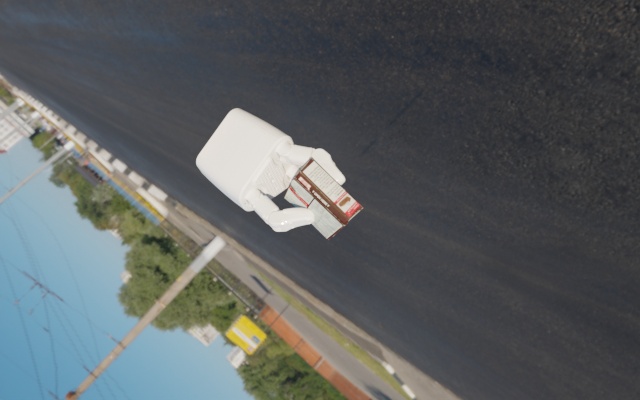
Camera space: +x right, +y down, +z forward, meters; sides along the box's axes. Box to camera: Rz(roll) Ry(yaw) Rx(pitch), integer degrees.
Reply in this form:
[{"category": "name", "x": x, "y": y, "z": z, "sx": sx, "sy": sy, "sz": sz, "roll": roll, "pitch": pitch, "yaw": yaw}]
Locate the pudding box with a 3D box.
[{"category": "pudding box", "x": 0.000, "y": 0.002, "z": 0.629, "sx": 0.090, "sy": 0.039, "sz": 0.113, "roll": 43, "pitch": -15, "yaw": 2}]
